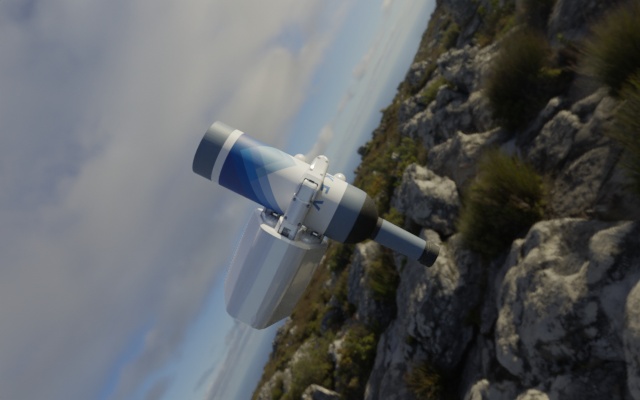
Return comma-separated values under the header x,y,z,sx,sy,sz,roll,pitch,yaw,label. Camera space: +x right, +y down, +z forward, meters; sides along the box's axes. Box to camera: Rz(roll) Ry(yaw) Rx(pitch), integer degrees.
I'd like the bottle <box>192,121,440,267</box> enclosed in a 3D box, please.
x,y,z,sx,sy,sz,roll,pitch,yaw,label
0.000,0.002,0.554,0.296,0.069,0.069,26,0,0,bottle
